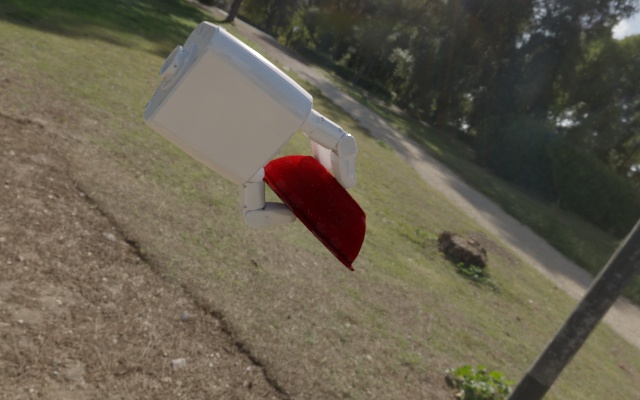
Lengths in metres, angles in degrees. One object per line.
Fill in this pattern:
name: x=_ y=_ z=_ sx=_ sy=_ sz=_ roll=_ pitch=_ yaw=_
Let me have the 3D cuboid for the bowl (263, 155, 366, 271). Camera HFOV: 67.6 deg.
bowl: x=0.001 y=0.002 z=0.532 sx=0.055 sy=0.162 sz=0.162 roll=-43 pitch=0 yaw=-1
